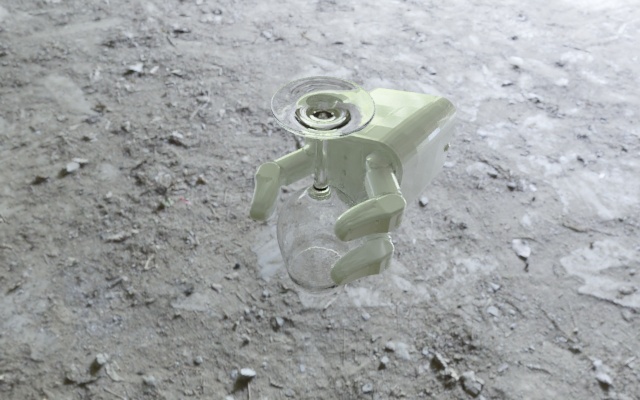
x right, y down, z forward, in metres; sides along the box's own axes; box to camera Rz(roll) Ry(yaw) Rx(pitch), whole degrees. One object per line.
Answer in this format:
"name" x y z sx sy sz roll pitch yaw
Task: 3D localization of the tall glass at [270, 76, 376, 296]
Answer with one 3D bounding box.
"tall glass" 0.000 0.001 0.406 0.079 0.079 0.201 0 -44 -2
